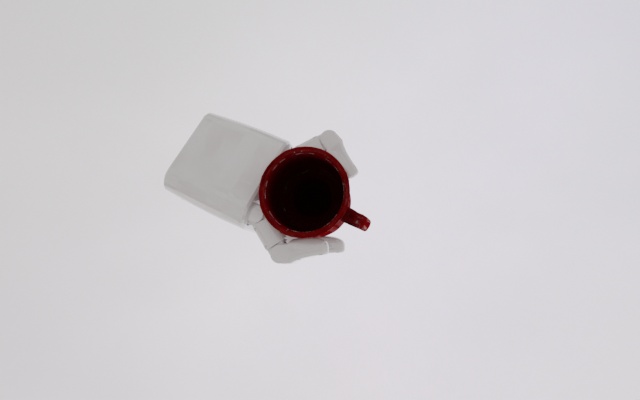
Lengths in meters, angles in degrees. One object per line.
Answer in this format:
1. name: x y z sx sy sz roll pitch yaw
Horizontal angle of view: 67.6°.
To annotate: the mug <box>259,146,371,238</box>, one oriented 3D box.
1. mug: 0.001 0.002 0.511 0.117 0.093 0.081 24 -4 12
